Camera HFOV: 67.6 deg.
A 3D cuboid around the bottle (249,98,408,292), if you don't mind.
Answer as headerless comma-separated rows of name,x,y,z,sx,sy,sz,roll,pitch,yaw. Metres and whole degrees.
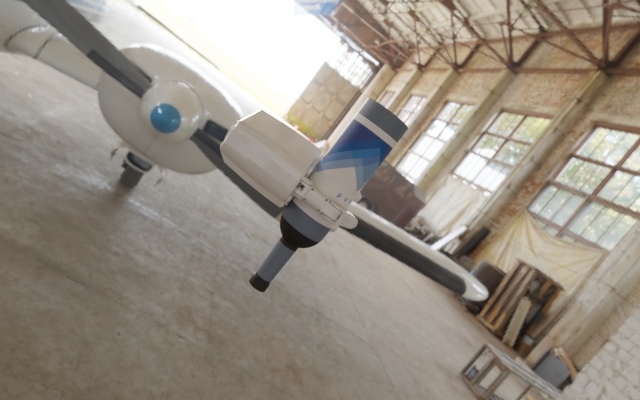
bottle,0.000,0.002,0.641,0.069,0.296,0.069,37,7,-6
